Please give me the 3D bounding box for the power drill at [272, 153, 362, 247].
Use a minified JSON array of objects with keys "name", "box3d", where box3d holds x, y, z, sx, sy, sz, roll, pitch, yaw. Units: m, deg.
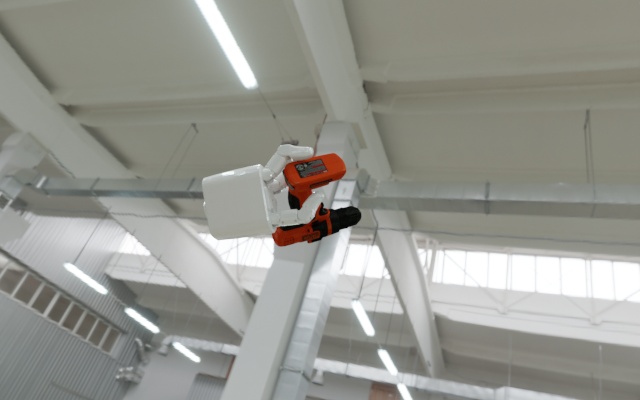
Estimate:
[{"name":"power drill","box3d":[0.000,0.003,0.879,0.184,0.188,0.057,-16,50,-19]}]
